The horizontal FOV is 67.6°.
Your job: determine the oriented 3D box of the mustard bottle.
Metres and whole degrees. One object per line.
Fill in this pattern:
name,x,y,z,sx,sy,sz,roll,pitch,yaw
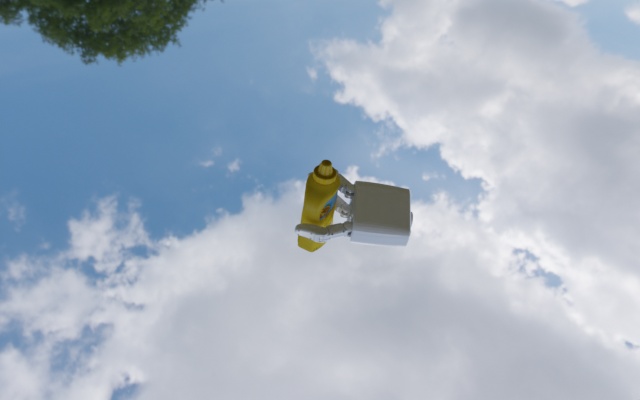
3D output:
mustard bottle,0.000,0.003,0.874,0.058,0.192,0.096,25,47,14
